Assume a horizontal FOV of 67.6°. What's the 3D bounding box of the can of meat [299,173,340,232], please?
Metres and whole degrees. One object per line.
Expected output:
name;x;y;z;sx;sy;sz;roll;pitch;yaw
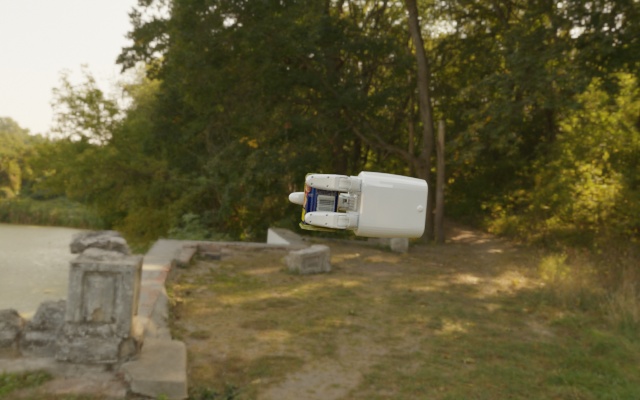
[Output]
can of meat;0.000;0.002;0.752;0.057;0.084;0.102;5;1;-5
